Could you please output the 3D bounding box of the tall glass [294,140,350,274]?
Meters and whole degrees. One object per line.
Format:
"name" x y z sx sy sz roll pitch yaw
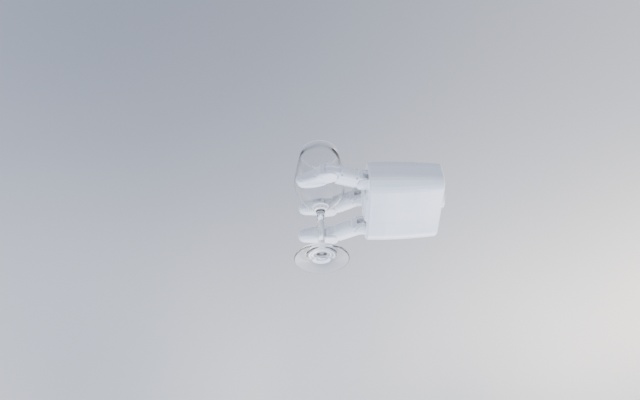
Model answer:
"tall glass" 0.000 0.003 0.700 0.079 0.200 0.079 -1 -40 -1
